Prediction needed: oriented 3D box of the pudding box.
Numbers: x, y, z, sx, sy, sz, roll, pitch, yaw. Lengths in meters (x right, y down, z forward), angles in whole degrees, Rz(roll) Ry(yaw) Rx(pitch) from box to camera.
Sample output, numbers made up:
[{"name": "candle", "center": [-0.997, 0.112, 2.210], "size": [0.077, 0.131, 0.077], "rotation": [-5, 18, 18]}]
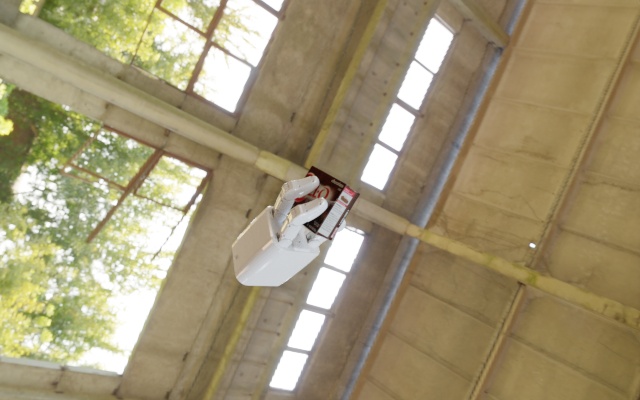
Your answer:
[{"name": "pudding box", "center": [0.000, 0.003, 0.762], "size": [0.039, 0.090, 0.113], "rotation": [30, 1, -38]}]
